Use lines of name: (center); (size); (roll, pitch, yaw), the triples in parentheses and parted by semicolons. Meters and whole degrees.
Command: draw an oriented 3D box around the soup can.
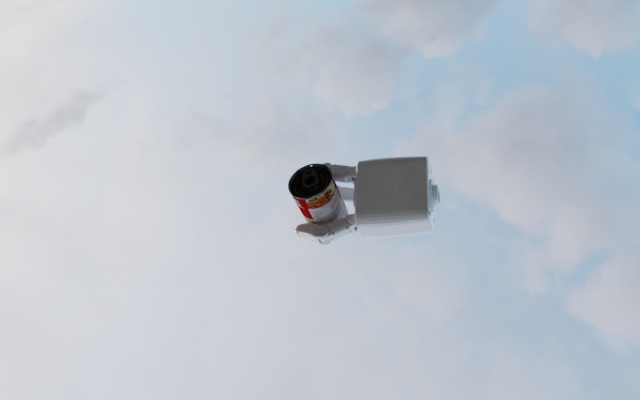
soup can: (0.000, 0.003, 0.726); (0.068, 0.068, 0.102); (0, -39, 23)
